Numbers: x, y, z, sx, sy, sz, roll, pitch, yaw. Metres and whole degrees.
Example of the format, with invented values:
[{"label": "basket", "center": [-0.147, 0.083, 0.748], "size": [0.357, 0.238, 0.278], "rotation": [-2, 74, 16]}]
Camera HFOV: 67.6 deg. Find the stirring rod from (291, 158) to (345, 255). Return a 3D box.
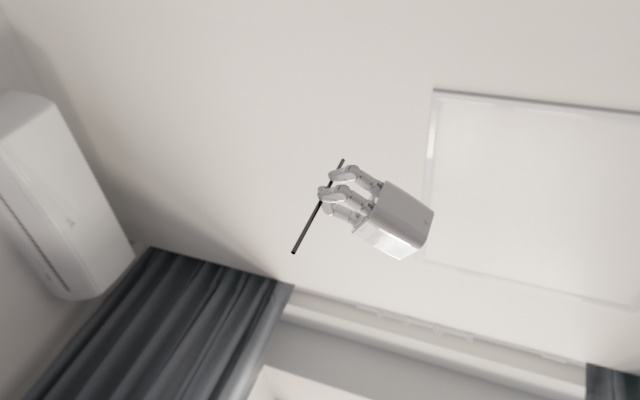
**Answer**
[{"label": "stirring rod", "center": [0.000, 0.003, 0.824], "size": [0.011, 0.011, 0.239], "rotation": [0, 41, 28]}]
